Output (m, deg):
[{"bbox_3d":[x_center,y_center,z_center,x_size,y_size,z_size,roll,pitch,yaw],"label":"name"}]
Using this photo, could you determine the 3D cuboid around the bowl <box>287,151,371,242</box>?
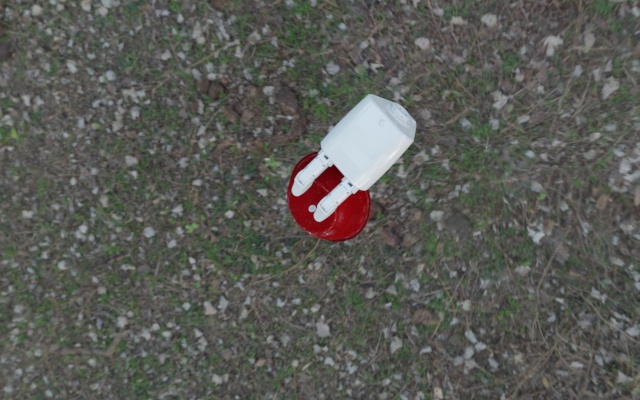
[{"bbox_3d":[-0.001,0.004,0.792,0.162,0.162,0.055,0,18,34],"label":"bowl"}]
